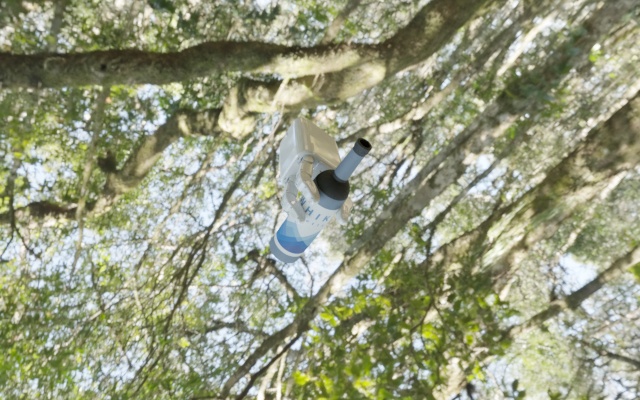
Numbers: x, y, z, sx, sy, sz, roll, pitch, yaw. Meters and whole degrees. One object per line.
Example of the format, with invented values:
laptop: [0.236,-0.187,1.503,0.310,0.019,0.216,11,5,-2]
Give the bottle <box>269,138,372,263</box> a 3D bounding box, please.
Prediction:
bottle: [0.000,0.003,0.846,0.069,0.069,0.296,0,-39,-38]
